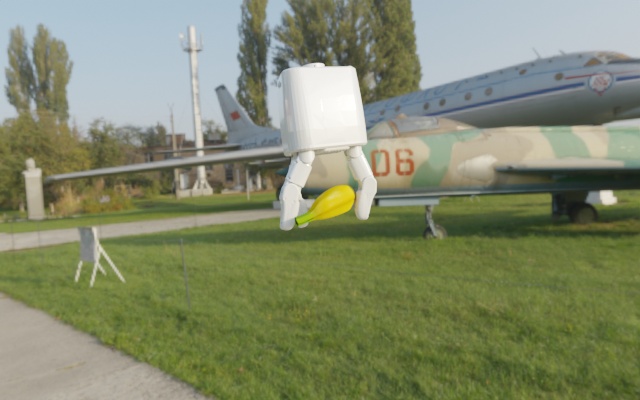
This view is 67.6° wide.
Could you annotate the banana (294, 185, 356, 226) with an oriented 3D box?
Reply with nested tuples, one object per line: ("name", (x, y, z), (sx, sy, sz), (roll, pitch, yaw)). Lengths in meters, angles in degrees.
("banana", (0.017, -0.001, 0.677), (0.069, 0.037, 0.198), (-11, 3, 13))
